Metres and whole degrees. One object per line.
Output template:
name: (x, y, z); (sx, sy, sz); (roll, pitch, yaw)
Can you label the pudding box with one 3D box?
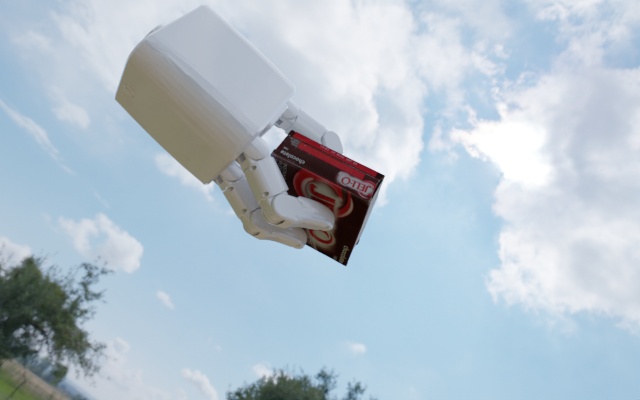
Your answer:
pudding box: (0.000, 0.001, 0.425); (0.090, 0.039, 0.114); (28, -31, 11)
